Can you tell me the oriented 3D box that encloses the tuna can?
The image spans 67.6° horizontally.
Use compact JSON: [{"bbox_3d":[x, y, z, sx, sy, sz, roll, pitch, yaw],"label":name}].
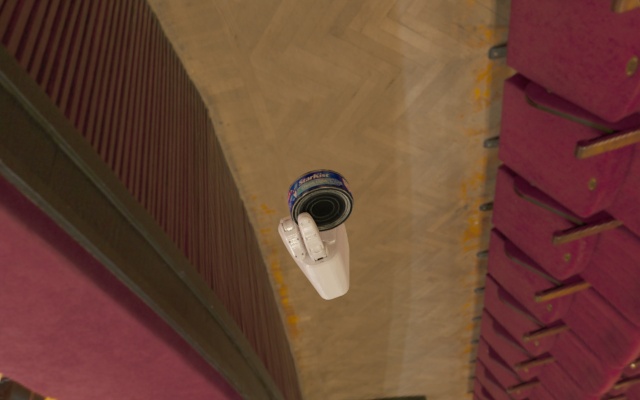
[{"bbox_3d":[0.000,0.002,0.631,0.086,0.086,0.033,0,43,-15],"label":"tuna can"}]
